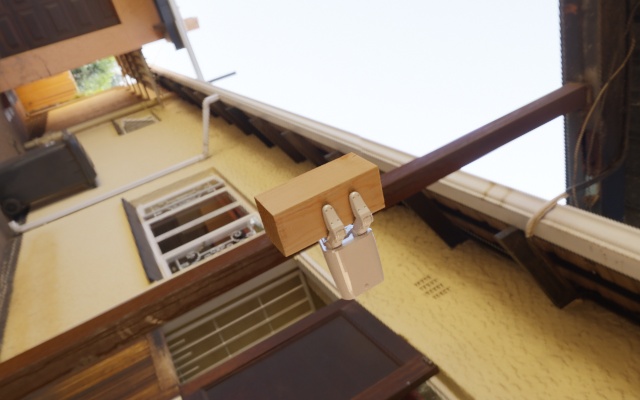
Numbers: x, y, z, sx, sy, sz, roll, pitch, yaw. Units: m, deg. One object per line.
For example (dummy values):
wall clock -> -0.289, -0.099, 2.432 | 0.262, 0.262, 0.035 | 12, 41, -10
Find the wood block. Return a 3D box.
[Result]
wood block -> 0.000, 0.003, 0.851 | 0.206, 0.090, 0.090 | -25, 32, -19
